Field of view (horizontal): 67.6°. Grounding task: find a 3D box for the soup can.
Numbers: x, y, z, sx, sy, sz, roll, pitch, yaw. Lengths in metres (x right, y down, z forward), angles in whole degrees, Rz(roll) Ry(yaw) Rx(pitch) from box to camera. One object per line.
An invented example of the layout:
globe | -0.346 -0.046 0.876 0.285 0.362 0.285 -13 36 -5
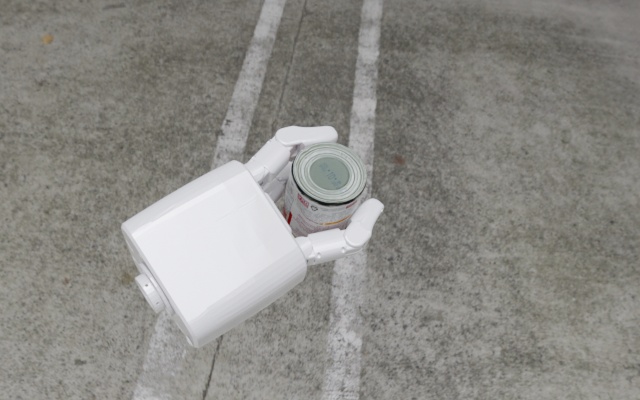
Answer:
soup can | 0.001 0.001 0.450 0.068 0.068 0.102 0 -32 -11
